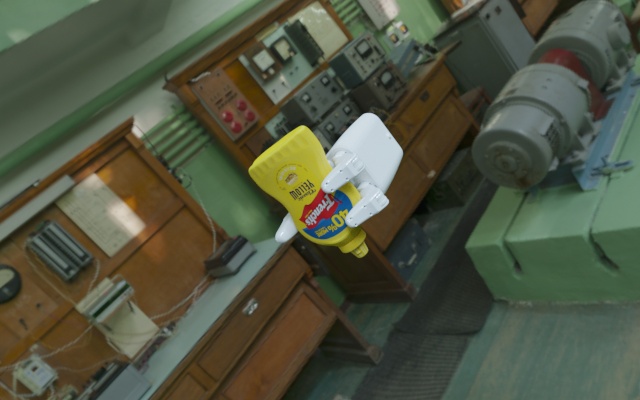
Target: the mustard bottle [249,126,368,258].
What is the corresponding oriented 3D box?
[{"bbox_3d":[0.000,0.002,0.635,0.096,0.192,0.058,-35,16,19],"label":"mustard bottle"}]
